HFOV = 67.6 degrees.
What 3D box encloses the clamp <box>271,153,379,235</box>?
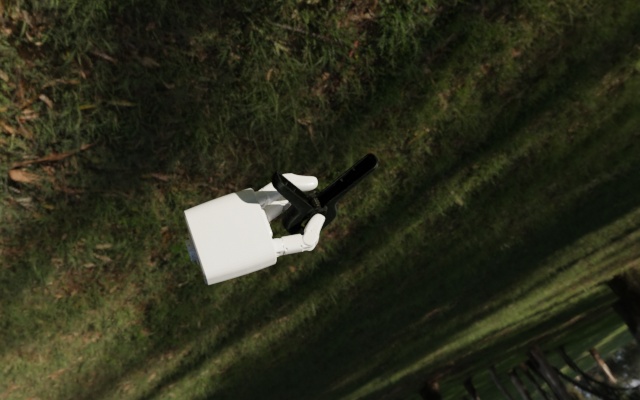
[{"bbox_3d":[0.000,0.003,0.746,0.164,0.036,0.210,-15,-29,-16],"label":"clamp"}]
